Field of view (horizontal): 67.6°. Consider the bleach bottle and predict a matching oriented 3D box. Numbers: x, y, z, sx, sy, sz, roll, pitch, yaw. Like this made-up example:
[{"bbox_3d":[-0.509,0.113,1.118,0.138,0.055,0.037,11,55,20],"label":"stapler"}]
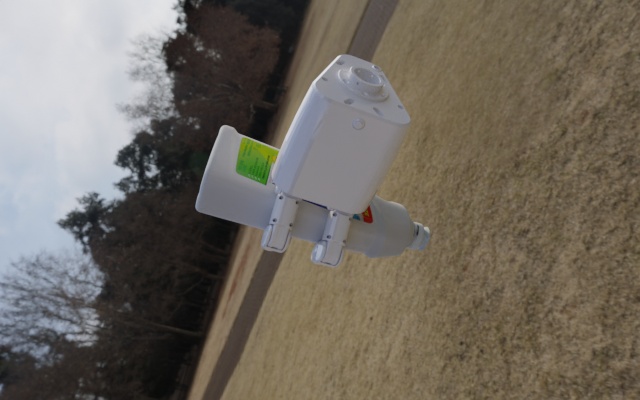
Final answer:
[{"bbox_3d":[0.000,0.002,0.522,0.251,0.068,0.102,17,39,-12],"label":"bleach bottle"}]
